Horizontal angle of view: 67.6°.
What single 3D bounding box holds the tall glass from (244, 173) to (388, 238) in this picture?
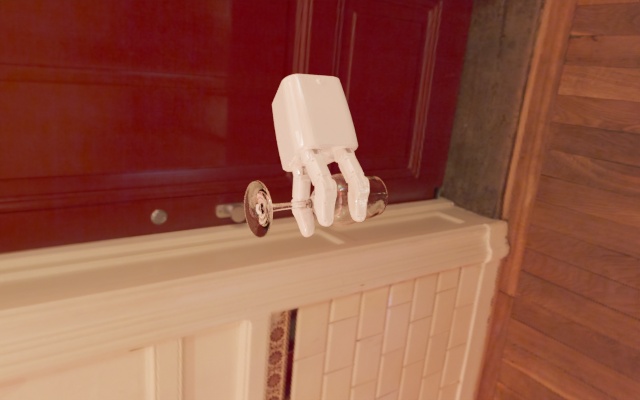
[{"bbox_3d":[0.000,0.002,0.668,0.201,0.079,0.079,-6,3,-35],"label":"tall glass"}]
